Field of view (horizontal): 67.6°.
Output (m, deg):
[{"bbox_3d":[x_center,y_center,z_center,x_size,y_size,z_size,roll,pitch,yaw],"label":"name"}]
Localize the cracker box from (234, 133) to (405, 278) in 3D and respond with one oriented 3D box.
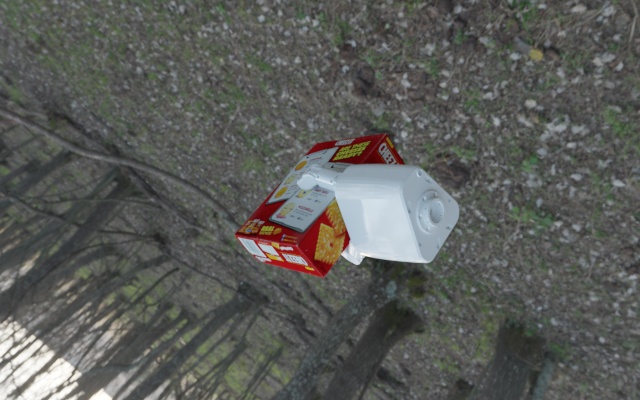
[{"bbox_3d":[0.000,0.002,0.692,0.164,0.072,0.213,2,45,52],"label":"cracker box"}]
